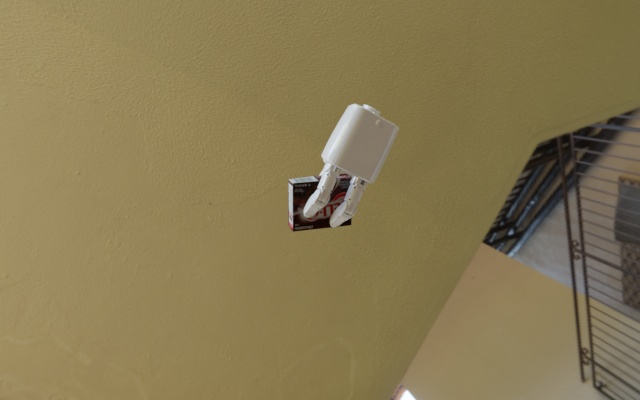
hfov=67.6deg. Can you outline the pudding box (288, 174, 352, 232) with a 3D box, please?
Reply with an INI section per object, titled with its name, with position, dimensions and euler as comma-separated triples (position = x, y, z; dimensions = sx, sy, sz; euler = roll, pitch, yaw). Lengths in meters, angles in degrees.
[pudding box]
position = 0.000, 0.003, 0.840
dimensions = 0.113, 0.090, 0.039
euler = -5, 20, -15
